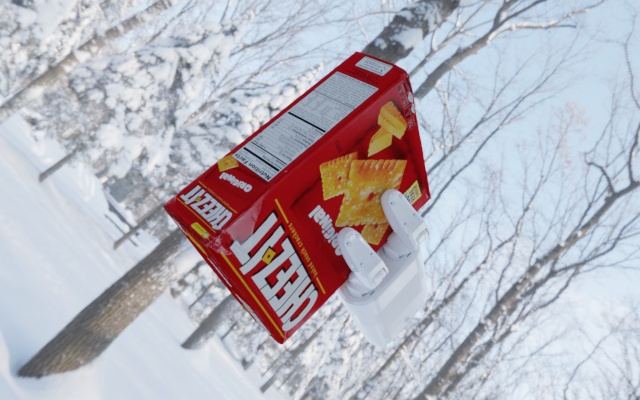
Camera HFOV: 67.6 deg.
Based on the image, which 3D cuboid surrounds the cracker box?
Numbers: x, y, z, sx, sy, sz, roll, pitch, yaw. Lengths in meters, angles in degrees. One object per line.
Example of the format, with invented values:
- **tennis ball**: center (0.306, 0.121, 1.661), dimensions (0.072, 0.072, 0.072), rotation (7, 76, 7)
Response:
- **cracker box**: center (0.000, 0.001, 0.423), dimensions (0.072, 0.213, 0.164), rotation (33, -23, 38)
